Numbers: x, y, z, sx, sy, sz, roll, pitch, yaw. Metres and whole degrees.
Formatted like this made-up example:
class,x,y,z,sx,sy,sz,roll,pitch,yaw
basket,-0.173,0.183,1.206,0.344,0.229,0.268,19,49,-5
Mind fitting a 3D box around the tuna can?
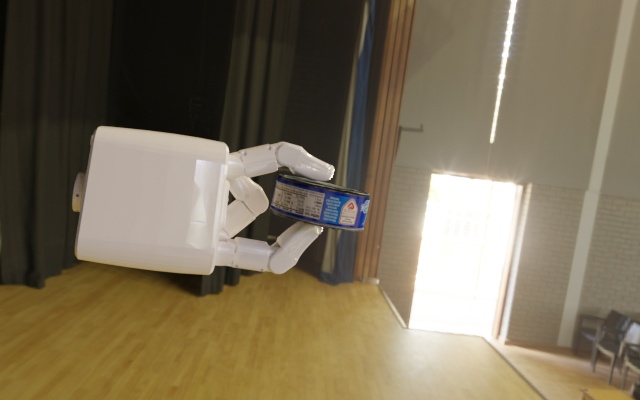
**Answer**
class,x,y,z,sx,sy,sz,roll,pitch,yaw
tuna can,0.000,0.001,0.425,0.086,0.034,0.086,12,4,-1
